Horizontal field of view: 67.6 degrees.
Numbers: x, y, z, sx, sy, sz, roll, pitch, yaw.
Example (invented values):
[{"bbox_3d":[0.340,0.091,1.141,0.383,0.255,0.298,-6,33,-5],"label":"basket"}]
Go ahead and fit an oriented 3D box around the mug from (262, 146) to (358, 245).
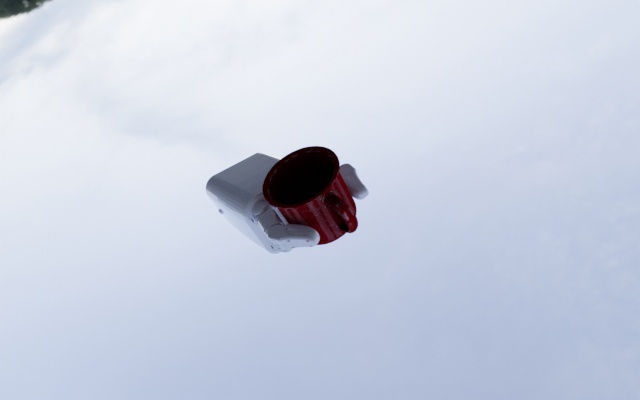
[{"bbox_3d":[0.001,0.002,0.544,0.117,0.093,0.081,27,-23,43],"label":"mug"}]
